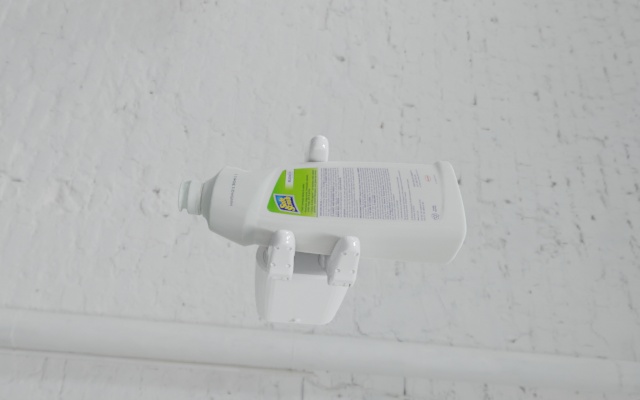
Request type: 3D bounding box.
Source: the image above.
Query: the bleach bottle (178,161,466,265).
[{"bbox_3d":[0.000,0.002,0.444,0.251,0.102,0.068,5,-43,-6],"label":"bleach bottle"}]
